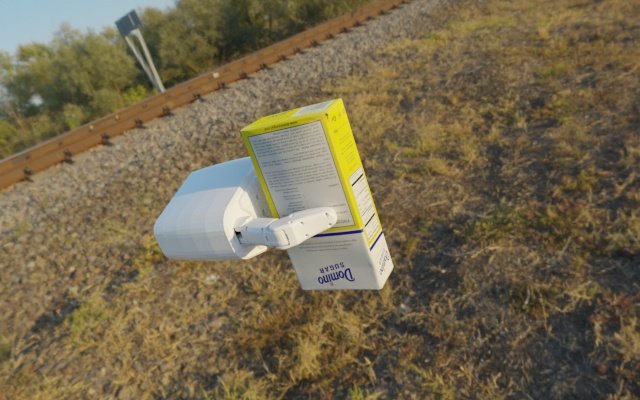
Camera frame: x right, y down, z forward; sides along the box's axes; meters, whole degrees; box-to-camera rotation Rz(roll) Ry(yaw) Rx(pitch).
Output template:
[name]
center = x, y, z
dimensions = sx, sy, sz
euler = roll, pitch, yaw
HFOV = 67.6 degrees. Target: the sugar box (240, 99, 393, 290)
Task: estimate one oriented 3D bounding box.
[sugar box]
center = 0.000, 0.001, 0.454
dimensions = 0.093, 0.176, 0.048
euler = -6, 25, 31
